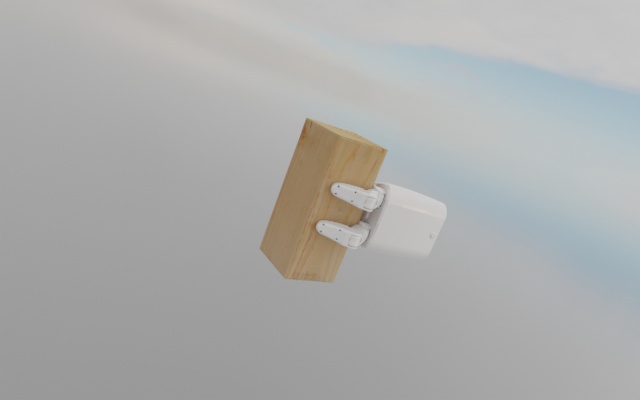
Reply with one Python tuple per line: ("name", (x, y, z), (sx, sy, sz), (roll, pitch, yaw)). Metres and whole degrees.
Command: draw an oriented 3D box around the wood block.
("wood block", (0.000, 0.002, 0.675), (0.090, 0.206, 0.090), (11, 17, -35))
